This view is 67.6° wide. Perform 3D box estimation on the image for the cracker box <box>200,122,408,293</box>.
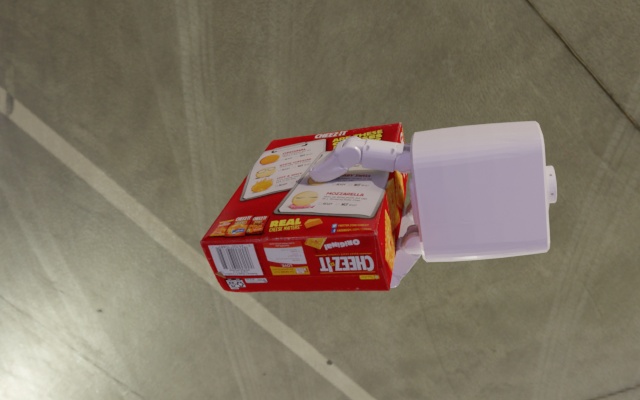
[{"bbox_3d":[0.000,0.002,0.497,0.164,0.072,0.213,-5,31,18],"label":"cracker box"}]
